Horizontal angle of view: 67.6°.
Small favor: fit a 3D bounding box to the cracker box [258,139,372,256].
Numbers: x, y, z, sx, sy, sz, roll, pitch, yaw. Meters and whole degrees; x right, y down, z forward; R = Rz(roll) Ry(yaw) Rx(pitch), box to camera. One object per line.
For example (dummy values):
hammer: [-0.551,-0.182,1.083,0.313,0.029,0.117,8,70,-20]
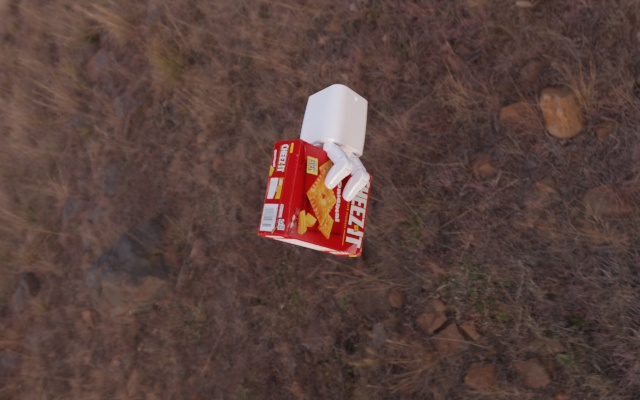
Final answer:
cracker box: [0.000,0.003,0.850,0.072,0.164,0.214,1,-13,41]
